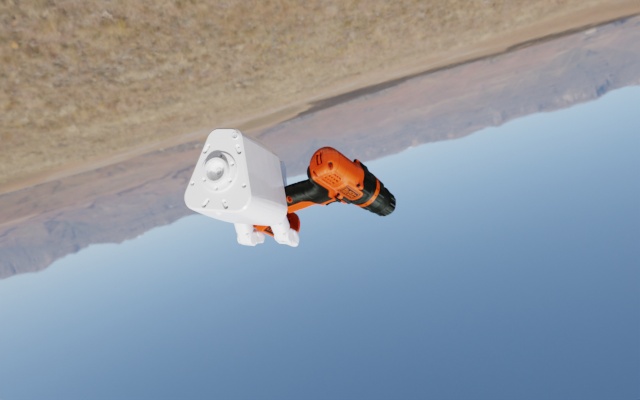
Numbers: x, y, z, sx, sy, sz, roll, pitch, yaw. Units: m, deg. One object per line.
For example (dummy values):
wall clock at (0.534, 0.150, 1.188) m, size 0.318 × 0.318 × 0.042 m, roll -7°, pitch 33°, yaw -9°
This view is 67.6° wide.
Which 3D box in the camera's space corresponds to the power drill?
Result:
power drill at (0.000, 0.002, 0.717) m, size 0.188 × 0.057 × 0.184 m, roll -26°, pitch -38°, yaw 28°
